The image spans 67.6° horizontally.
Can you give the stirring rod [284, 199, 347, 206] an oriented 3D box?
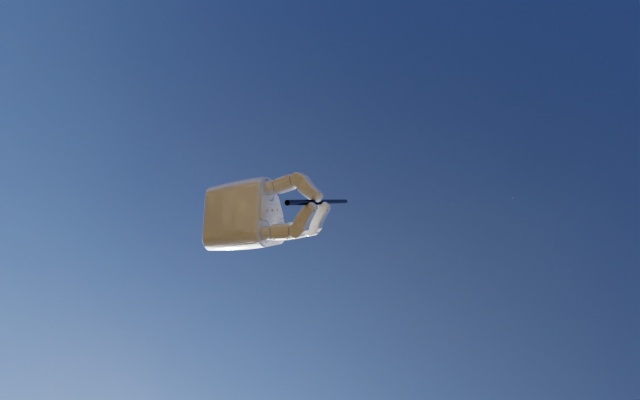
[{"bbox_3d":[0.000,0.002,0.753,0.011,0.011,0.239,0,0,22],"label":"stirring rod"}]
